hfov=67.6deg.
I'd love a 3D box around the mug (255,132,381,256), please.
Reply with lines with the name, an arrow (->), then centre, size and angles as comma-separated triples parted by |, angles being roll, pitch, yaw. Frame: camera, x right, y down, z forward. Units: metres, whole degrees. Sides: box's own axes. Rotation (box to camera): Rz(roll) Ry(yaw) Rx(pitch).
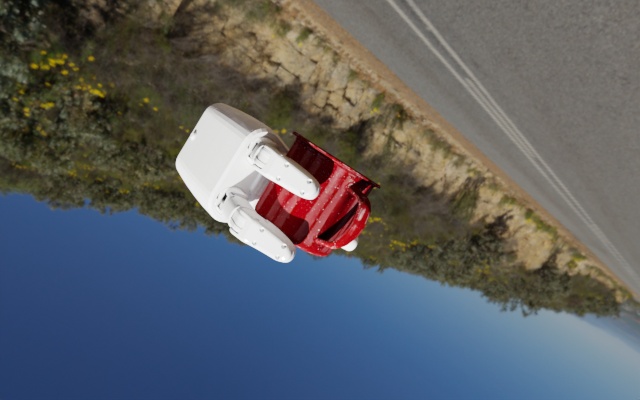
mug -> 0.001, 0.002, 0.423 | 0.093, 0.081, 0.117 | 28, 7, -42
